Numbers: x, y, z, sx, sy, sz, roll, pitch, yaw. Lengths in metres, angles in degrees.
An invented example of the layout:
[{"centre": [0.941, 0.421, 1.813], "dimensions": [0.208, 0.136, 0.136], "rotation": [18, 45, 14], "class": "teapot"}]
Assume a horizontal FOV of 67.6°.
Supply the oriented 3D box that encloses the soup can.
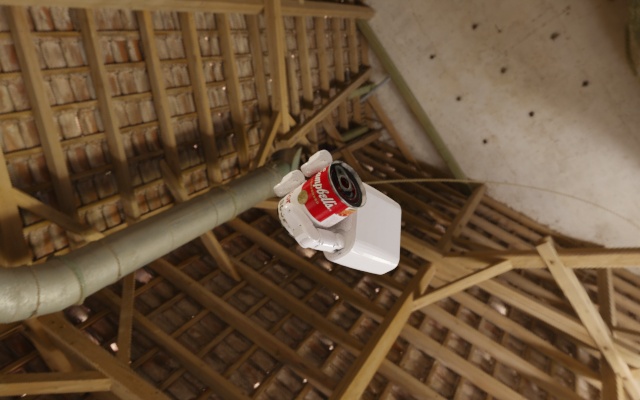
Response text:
[{"centre": [0.000, 0.002, 0.625], "dimensions": [0.102, 0.068, 0.068], "rotation": [-33, -20, 34], "class": "soup can"}]
